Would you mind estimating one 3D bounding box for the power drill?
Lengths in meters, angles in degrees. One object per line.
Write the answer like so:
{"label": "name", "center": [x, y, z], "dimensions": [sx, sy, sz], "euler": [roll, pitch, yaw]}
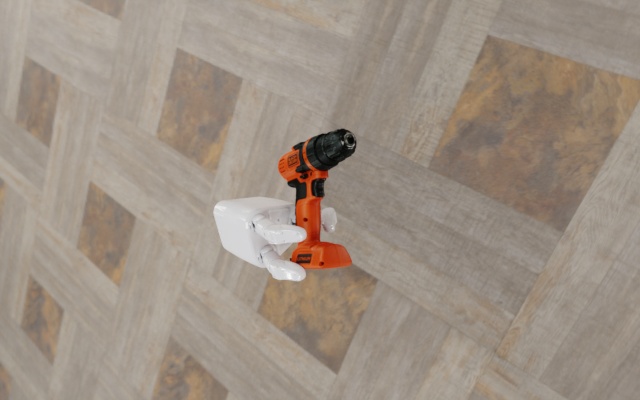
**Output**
{"label": "power drill", "center": [0.000, 0.003, 0.682], "dimensions": [0.057, 0.187, 0.184], "euler": [-1, -8, -28]}
